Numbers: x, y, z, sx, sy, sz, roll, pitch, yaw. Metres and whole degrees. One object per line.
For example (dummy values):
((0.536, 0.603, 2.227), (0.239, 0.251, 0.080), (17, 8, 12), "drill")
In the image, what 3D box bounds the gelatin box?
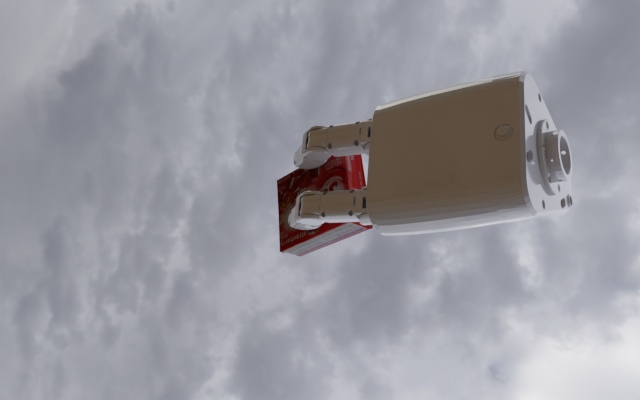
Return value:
((0.000, 0.002, 0.422), (0.089, 0.073, 0.030), (-26, -32, 38), "gelatin box")
